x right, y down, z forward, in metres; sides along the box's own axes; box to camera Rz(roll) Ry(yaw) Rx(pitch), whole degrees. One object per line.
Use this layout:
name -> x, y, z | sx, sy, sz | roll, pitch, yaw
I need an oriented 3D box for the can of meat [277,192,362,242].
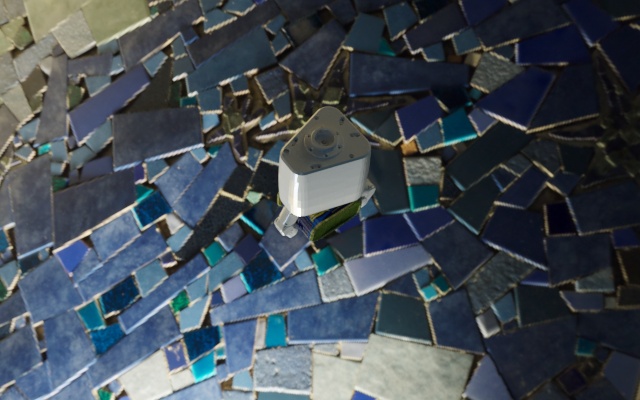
can of meat -> 0.000, 0.003, 0.720 | 0.102, 0.084, 0.057 | -32, -22, -22
